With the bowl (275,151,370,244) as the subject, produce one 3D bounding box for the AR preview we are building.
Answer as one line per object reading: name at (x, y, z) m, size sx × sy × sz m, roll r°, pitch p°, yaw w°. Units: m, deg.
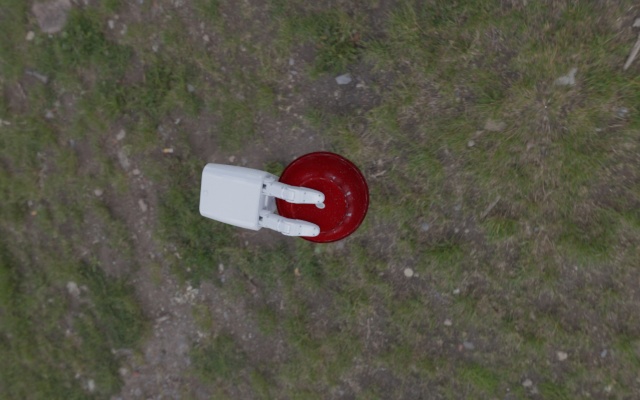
bowl at (0.001, 0.003, 0.788) m, size 0.162 × 0.162 × 0.055 m, roll 0°, pitch 14°, yaw 5°
